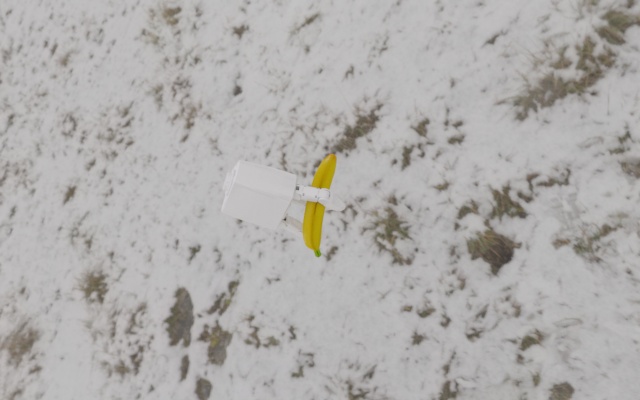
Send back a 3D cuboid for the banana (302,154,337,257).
[{"bbox_3d":[-0.004,0.004,0.878,0.037,0.198,0.069,10,-5,11],"label":"banana"}]
